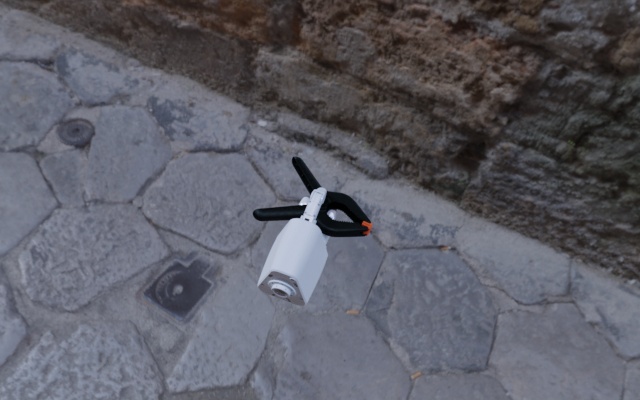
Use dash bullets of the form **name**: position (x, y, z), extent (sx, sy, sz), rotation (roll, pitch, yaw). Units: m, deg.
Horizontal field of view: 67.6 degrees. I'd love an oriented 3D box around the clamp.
- **clamp**: position (0.001, 0.003, 0.893), extent (0.210, 0.164, 0.036), rotation (20, -35, 5)
